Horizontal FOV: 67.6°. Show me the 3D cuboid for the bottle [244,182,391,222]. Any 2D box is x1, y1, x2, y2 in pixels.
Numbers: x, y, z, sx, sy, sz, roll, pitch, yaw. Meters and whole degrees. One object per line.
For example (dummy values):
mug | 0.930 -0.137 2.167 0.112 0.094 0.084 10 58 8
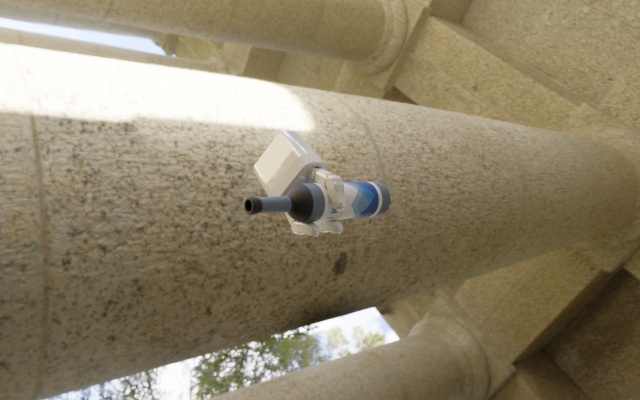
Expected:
bottle | 0.000 0.003 0.832 0.296 0.069 0.069 -3 2 -41
